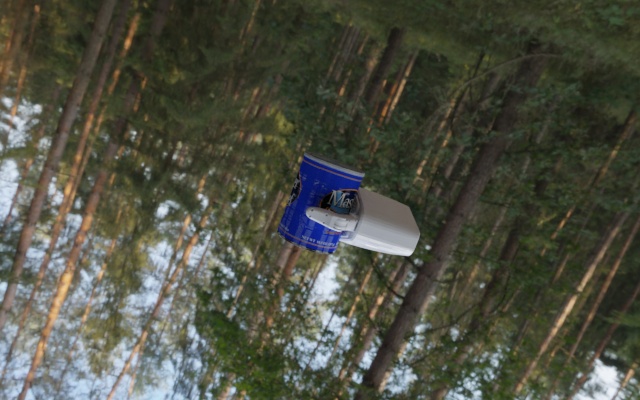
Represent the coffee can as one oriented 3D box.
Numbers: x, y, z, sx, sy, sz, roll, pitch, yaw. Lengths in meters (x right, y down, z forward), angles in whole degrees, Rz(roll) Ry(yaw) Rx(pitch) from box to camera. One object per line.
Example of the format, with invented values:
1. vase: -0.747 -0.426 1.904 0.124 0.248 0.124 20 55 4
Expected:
1. coffee can: 0.000 0.002 0.776 0.103 0.140 0.103 20 9 -3
